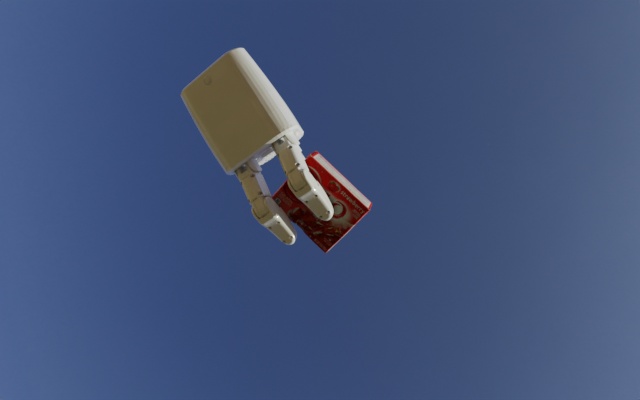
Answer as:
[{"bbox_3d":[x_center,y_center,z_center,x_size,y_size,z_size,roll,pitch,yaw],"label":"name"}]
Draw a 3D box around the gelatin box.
[{"bbox_3d":[0.000,0.002,0.529,0.073,0.089,0.030,-46,1,21],"label":"gelatin box"}]
